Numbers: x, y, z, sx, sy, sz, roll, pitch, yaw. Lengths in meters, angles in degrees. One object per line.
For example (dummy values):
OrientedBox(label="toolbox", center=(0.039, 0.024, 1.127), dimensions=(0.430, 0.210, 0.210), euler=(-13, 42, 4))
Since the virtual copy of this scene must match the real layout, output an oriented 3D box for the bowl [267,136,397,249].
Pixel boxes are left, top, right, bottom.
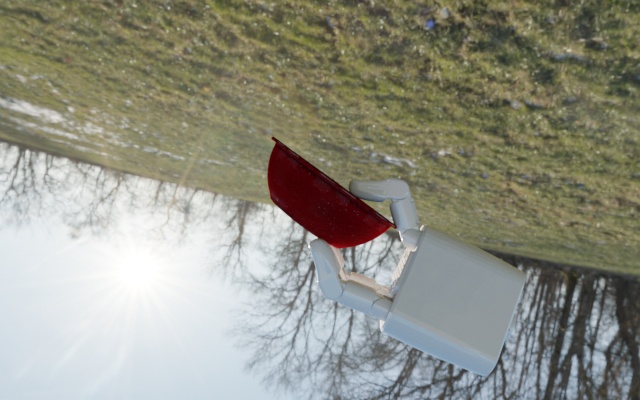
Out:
OrientedBox(label="bowl", center=(-0.001, 0.001, 0.500), dimensions=(0.162, 0.055, 0.162), euler=(36, 3, -2))
